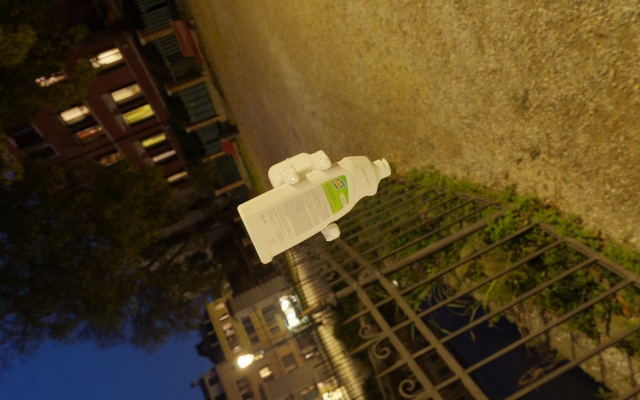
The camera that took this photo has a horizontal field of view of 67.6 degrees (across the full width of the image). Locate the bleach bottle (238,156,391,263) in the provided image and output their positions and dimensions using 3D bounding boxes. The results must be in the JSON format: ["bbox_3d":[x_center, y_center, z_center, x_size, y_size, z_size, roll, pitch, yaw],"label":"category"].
[{"bbox_3d":[0.000,0.002,0.775,0.251,0.103,0.068,-25,23,-9],"label":"bleach bottle"}]
